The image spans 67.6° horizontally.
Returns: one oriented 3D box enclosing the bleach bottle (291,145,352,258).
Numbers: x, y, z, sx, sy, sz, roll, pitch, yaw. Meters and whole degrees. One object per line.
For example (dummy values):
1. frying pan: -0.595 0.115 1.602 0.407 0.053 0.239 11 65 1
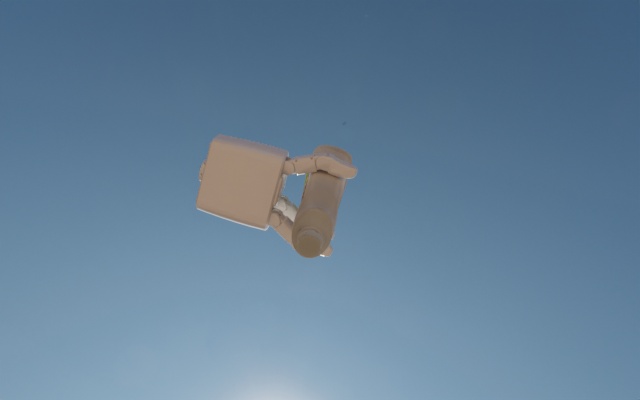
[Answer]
1. bleach bottle: 0.000 0.002 0.674 0.068 0.103 0.250 16 22 0
